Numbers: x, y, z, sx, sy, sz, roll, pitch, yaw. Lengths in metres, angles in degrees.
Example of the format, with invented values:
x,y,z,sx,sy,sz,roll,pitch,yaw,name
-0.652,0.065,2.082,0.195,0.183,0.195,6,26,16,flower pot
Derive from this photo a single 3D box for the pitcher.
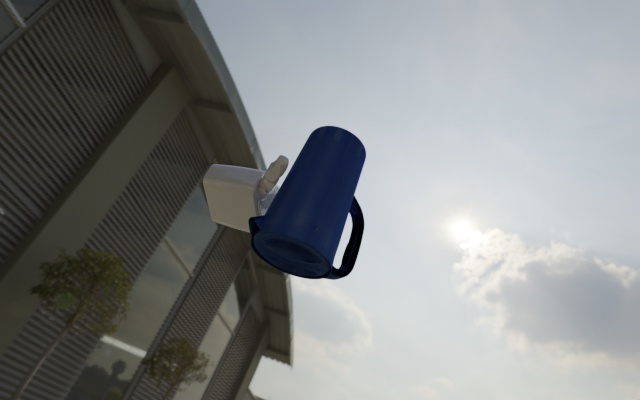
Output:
x,y,z,sx,sy,sz,roll,pitch,yaw,name
0.000,0.003,0.787,0.145,0.242,0.149,10,-33,21,pitcher
